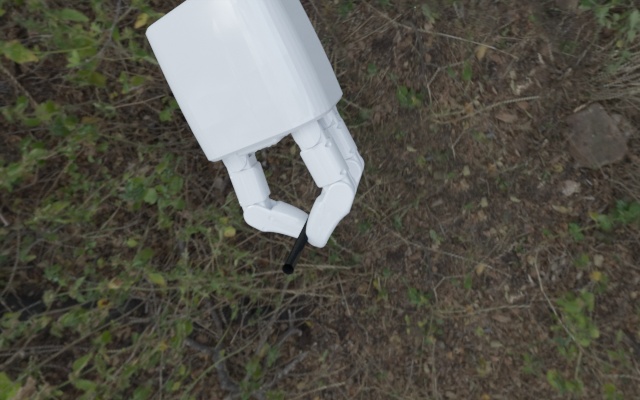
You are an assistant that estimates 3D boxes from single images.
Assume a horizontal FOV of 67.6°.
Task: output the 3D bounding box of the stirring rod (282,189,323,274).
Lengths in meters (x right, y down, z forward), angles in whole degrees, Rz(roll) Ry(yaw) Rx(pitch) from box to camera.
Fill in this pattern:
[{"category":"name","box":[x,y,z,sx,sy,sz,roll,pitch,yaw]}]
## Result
[{"category":"stirring rod","box":[0.000,0.001,0.427,0.011,0.011,0.239,0,22,11]}]
